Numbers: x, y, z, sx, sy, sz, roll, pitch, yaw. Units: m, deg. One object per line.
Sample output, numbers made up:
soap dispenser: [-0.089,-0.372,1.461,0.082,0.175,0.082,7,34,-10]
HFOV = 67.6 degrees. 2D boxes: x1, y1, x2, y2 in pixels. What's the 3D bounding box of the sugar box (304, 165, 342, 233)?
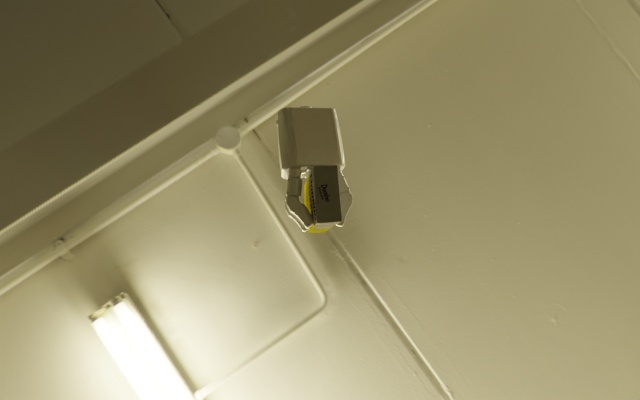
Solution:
sugar box: [0.000,0.003,0.825,0.048,0.093,0.176,-4,-9,-5]
